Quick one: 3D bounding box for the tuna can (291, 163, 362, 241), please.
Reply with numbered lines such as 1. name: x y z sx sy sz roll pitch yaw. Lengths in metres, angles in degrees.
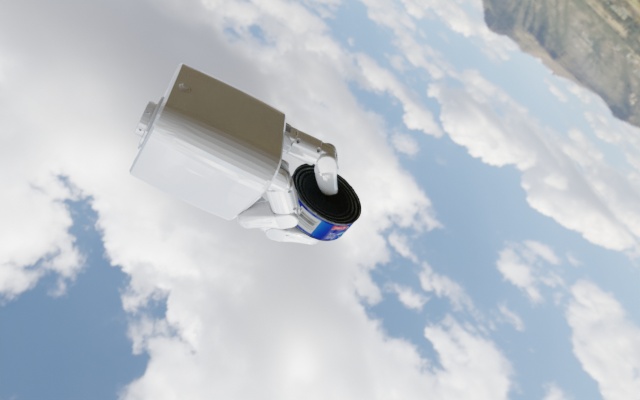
1. tuna can: 0.000 0.002 0.519 0.086 0.086 0.034 0 -40 -41
